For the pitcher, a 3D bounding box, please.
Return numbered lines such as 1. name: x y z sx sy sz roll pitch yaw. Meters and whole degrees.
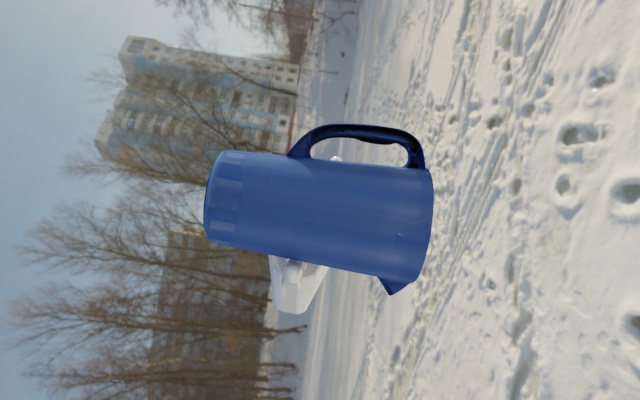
1. pitcher: 0.000 0.002 0.544 0.243 0.149 0.145 9 -39 0
